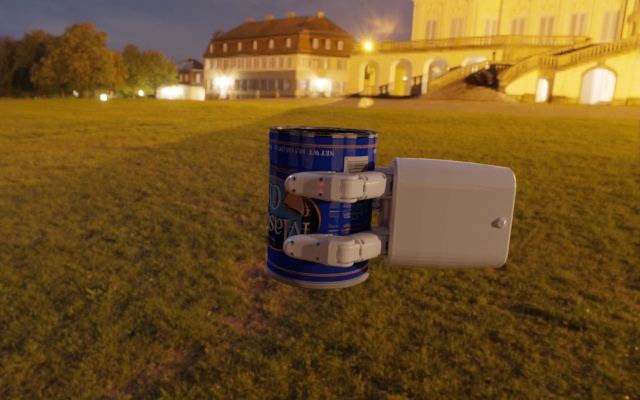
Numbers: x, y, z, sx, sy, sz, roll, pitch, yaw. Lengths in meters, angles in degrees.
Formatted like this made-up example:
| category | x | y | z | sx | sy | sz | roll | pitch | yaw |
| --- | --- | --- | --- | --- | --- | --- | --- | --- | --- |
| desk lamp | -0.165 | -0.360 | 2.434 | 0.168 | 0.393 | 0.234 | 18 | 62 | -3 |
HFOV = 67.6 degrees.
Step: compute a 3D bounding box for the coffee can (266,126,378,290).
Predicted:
| category | x | y | z | sx | sy | sz | roll | pitch | yaw |
| --- | --- | --- | --- | --- | --- | --- | --- | --- | --- |
| coffee can | 0.000 | 0.002 | 0.462 | 0.103 | 0.140 | 0.102 | 2 | 12 | -1 |
